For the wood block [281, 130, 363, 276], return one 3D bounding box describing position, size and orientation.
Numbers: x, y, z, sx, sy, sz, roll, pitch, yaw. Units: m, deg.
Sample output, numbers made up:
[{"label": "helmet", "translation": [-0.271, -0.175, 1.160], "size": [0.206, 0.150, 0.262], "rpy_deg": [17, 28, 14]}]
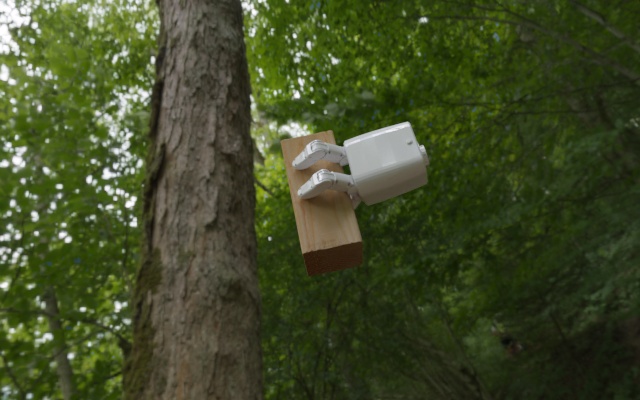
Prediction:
[{"label": "wood block", "translation": [0.001, 0.002, 0.761], "size": [0.090, 0.206, 0.091], "rpy_deg": [-12, -31, -1]}]
